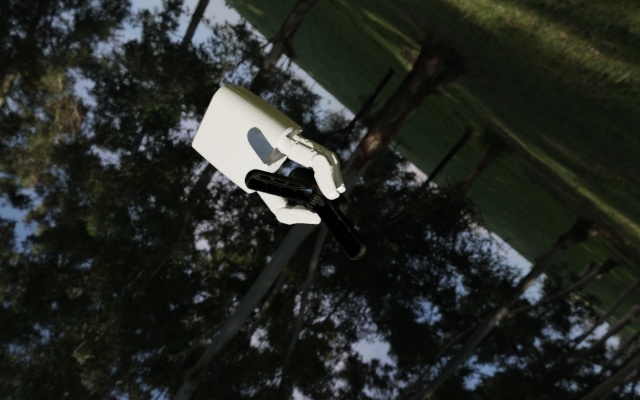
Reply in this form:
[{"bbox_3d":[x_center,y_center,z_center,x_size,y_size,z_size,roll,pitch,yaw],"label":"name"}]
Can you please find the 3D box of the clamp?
[{"bbox_3d":[0.000,0.002,0.637,0.164,0.036,0.210,37,15,4],"label":"clamp"}]
